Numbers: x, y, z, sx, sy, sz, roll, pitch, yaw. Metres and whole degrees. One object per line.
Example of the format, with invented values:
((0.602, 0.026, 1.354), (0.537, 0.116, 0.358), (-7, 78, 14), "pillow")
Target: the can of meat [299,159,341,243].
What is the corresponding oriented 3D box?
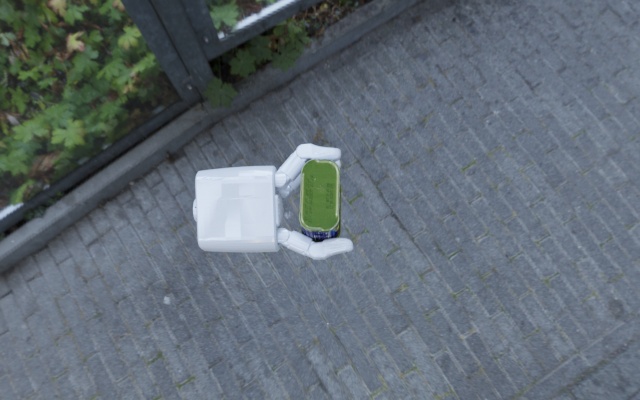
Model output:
((0.000, 0.002, 0.648), (0.057, 0.102, 0.084), (1, -14, 2), "can of meat")
